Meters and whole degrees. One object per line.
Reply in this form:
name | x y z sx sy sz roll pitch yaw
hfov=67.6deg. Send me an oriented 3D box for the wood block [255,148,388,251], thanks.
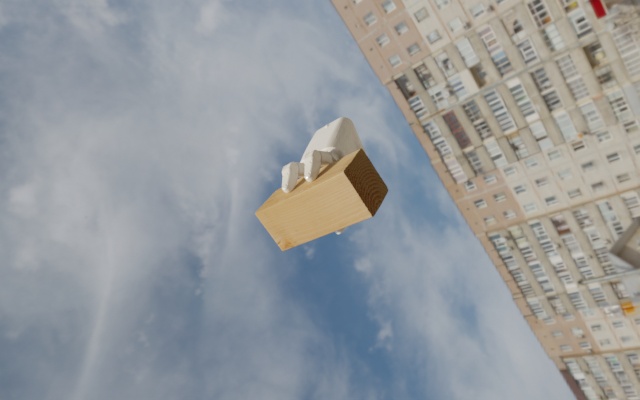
wood block | 0.000 0.003 0.829 0.206 0.091 0.090 -24 18 37
